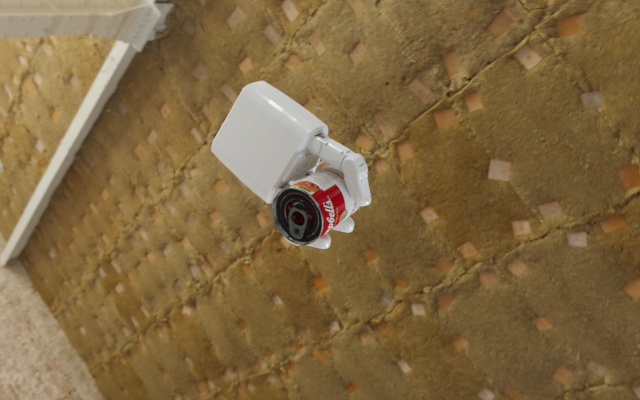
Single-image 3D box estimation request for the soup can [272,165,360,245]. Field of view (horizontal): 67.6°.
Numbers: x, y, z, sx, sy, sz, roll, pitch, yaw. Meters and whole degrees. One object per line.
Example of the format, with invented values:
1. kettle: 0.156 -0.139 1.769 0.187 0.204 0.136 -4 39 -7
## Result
1. soup can: 0.001 0.002 0.562 0.068 0.068 0.102 0 19 34
